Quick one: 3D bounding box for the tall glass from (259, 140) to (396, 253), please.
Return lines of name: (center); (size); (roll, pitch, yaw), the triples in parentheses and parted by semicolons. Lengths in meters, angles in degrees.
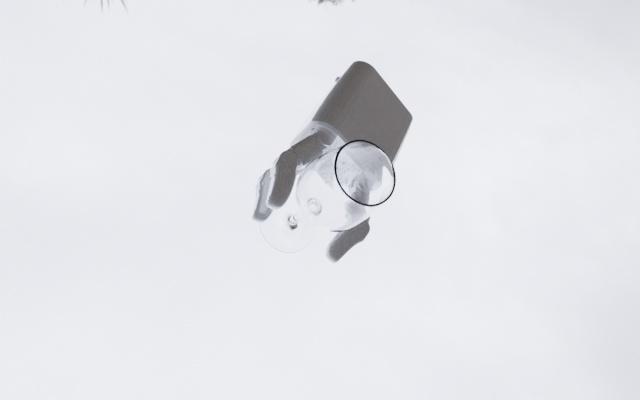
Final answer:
tall glass: (0.000, 0.002, 0.504); (0.079, 0.079, 0.201); (0, -15, -25)
